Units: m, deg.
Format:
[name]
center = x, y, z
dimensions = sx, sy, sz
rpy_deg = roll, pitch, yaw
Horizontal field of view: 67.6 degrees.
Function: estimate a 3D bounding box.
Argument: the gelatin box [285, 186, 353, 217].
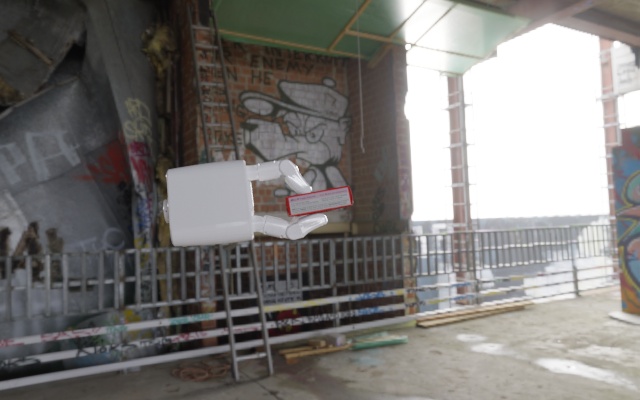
[gelatin box]
center = 0.000, 0.002, 0.661
dimensions = 0.089, 0.030, 0.073
rpy_deg = -11, -2, 4
